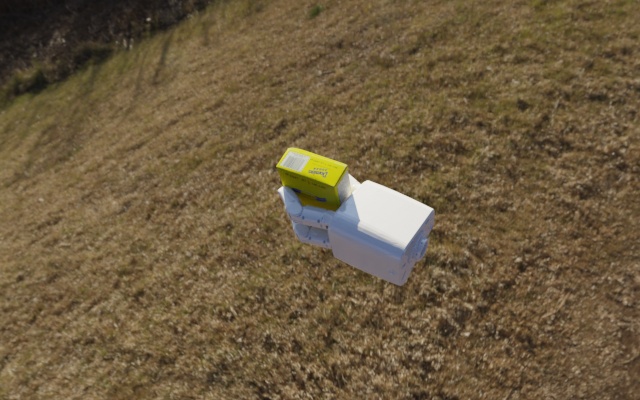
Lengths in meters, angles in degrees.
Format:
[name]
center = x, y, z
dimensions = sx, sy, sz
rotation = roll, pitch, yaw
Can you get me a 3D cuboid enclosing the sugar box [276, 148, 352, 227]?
[sugar box]
center = 0.000, 0.003, 0.705
dimensions = 0.093, 0.048, 0.176
rotation = 20, -30, 23
